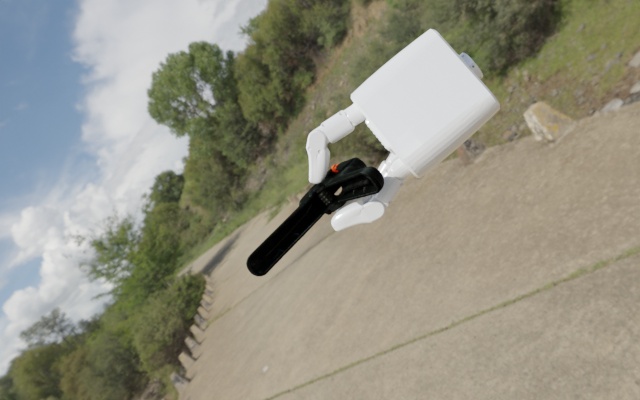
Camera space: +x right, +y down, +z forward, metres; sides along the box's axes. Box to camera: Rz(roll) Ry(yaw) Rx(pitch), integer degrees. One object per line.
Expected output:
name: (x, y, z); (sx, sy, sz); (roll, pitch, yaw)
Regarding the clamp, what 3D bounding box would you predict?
clamp: (0.000, 0.001, 0.533); (0.164, 0.036, 0.210); (-37, 8, 14)
